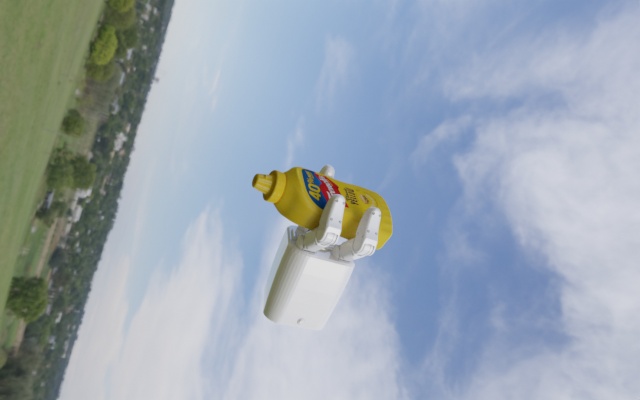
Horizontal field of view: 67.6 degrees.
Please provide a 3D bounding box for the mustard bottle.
[{"bbox_3d":[0.000,0.002,0.627,0.192,0.058,0.096,18,36,-27],"label":"mustard bottle"}]
